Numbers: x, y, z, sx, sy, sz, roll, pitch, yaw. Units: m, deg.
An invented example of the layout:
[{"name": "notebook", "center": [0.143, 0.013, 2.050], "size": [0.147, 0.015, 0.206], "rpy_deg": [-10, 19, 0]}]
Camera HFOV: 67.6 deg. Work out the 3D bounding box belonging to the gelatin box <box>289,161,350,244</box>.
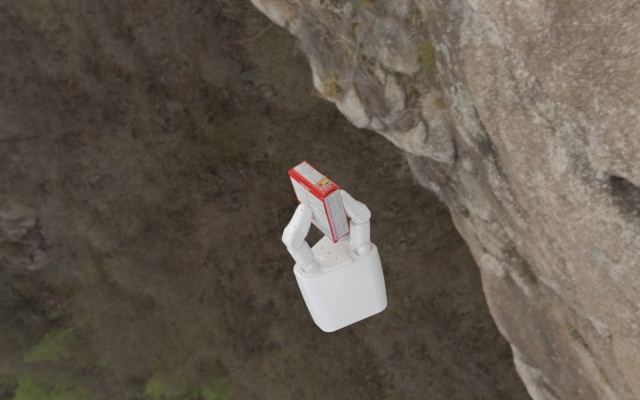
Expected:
[{"name": "gelatin box", "center": [0.000, 0.002, 0.614], "size": [0.030, 0.089, 0.073], "rpy_deg": [-35, 48, -17]}]
